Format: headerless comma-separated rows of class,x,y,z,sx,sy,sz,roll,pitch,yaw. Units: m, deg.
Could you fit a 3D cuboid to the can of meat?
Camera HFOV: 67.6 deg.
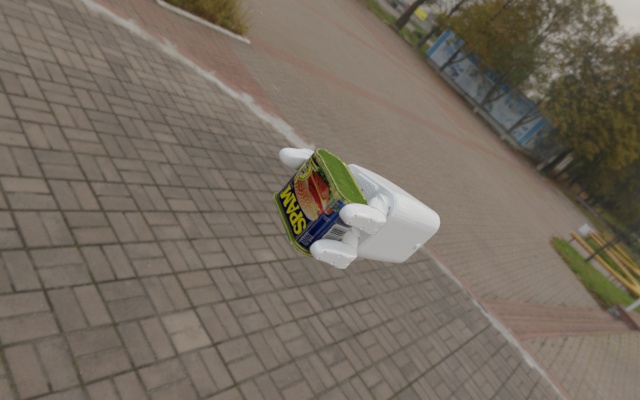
can of meat,0.000,0.001,0.551,0.057,0.102,0.084,21,-59,-40
